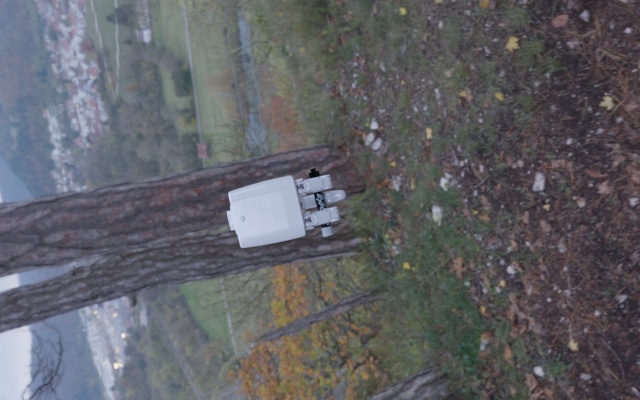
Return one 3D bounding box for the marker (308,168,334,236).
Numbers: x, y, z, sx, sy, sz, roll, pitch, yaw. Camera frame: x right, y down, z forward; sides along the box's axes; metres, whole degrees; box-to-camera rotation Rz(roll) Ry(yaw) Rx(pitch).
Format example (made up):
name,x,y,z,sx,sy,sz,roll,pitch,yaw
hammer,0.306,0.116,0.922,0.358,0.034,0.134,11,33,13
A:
name,x,y,z,sx,sy,sz,roll,pitch,yaw
marker,0.000,0.003,0.841,0.020,0.121,0.020,-13,0,0
